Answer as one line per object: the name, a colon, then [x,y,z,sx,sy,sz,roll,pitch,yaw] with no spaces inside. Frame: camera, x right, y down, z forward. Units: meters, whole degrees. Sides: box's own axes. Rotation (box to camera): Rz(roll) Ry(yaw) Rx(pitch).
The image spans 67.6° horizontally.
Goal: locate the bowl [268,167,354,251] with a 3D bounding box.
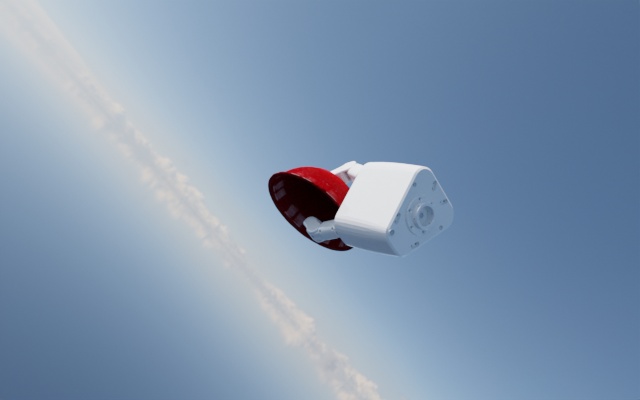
bowl: [-0.001,0.002,0.722,0.162,0.162,0.055,0,43,50]
